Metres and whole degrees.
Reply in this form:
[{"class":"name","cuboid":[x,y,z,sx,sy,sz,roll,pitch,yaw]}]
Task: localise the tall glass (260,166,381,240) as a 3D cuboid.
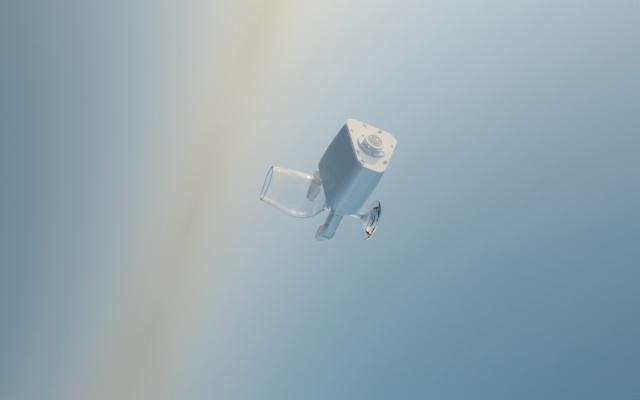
[{"class":"tall glass","cuboid":[0.001,0.003,0.828,0.201,0.079,0.079,19,-5,-14]}]
